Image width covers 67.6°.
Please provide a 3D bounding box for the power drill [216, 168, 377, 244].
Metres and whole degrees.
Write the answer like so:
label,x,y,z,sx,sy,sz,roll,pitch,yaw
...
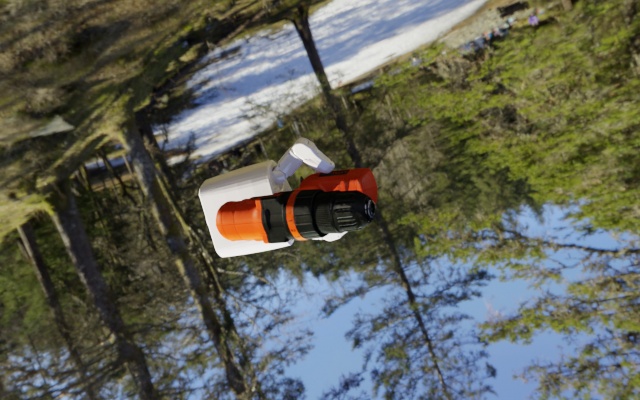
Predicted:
label,x,y,z,sx,sy,sz,roll,pitch,yaw
power drill,0.000,0.002,0.557,0.184,0.057,0.187,-4,8,28
